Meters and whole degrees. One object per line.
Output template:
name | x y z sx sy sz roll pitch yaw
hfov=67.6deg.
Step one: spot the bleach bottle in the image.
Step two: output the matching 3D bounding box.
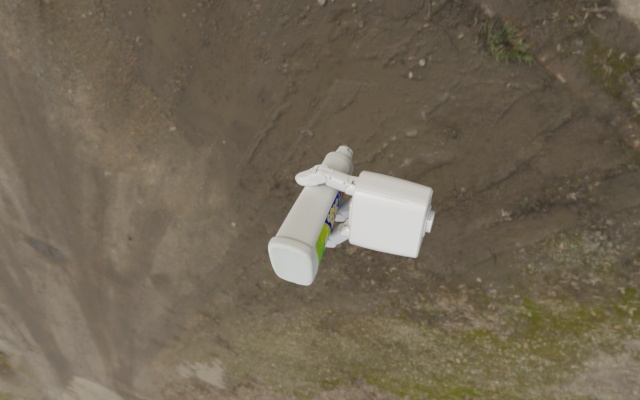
bleach bottle | 0.000 0.003 0.749 0.068 0.250 0.103 14 -37 14
